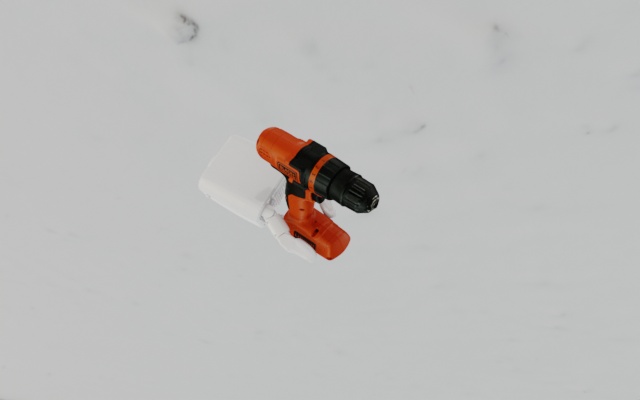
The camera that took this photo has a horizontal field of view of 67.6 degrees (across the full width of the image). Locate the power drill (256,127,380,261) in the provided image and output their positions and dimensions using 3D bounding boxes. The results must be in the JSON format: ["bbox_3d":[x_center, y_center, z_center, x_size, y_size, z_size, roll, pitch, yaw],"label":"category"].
[{"bbox_3d":[0.000,0.002,0.647,0.184,0.188,0.057,34,61,27],"label":"power drill"}]
